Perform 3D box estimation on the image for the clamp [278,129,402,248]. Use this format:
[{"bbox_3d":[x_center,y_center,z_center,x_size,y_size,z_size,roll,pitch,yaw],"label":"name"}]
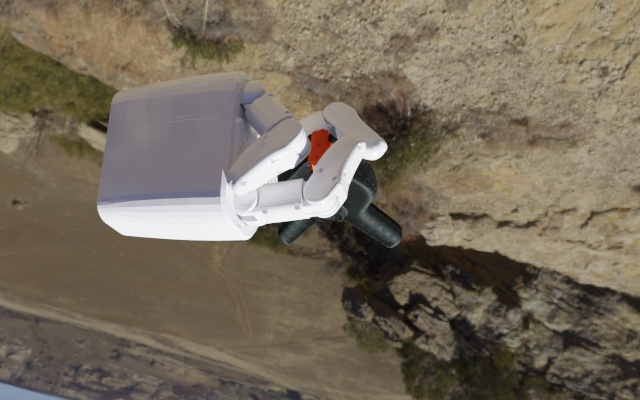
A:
[{"bbox_3d":[0.000,0.002,0.411,0.120,0.039,0.172,-9,-32,14],"label":"clamp"}]
